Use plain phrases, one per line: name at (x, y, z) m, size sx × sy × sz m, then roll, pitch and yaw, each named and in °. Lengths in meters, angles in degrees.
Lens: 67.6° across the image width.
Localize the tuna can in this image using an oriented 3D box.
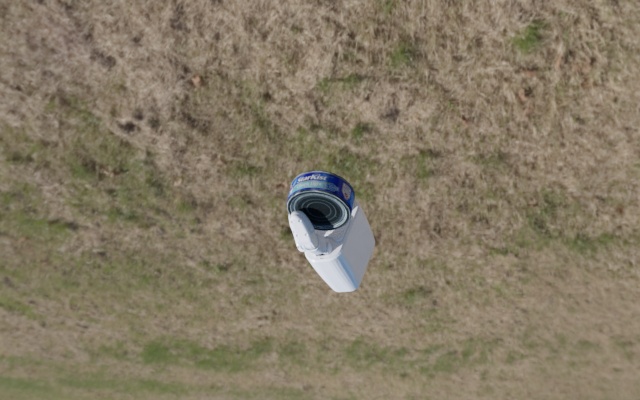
tuna can at (0.000, 0.002, 0.617) m, size 0.086 × 0.033 × 0.086 m, roll 7°, pitch -38°, yaw 6°
